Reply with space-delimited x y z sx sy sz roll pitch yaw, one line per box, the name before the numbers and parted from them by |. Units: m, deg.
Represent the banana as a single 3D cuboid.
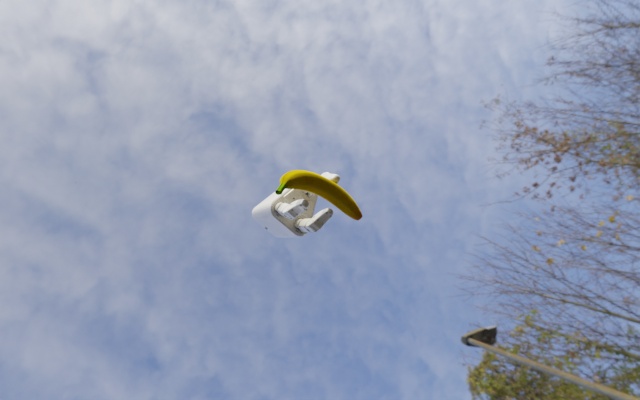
banana | -0.002 -0.015 0.889 0.198 0.069 0.037 17 -26 -32
